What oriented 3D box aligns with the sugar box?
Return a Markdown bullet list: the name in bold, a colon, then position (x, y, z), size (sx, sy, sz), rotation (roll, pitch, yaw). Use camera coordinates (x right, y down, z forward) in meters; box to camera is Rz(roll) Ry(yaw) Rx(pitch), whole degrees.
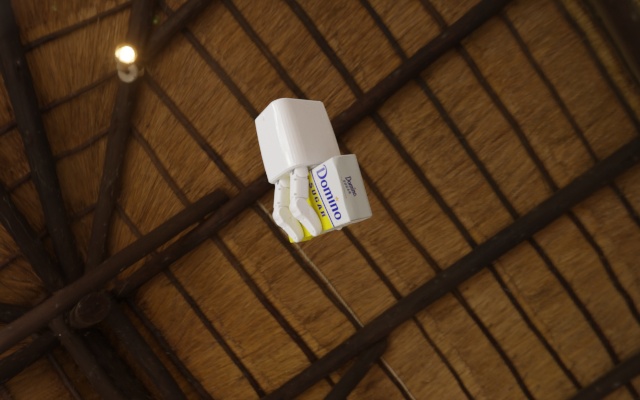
- **sugar box**: position (0.000, 0.002, 0.715), size (0.048, 0.093, 0.176), rotation (-11, -9, -30)
